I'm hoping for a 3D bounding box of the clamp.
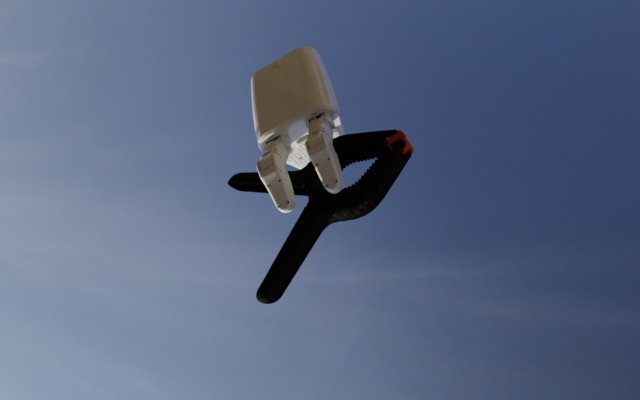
[{"bbox_3d":[0.001,0.001,0.487,0.210,0.164,0.036,-25,-33,18],"label":"clamp"}]
